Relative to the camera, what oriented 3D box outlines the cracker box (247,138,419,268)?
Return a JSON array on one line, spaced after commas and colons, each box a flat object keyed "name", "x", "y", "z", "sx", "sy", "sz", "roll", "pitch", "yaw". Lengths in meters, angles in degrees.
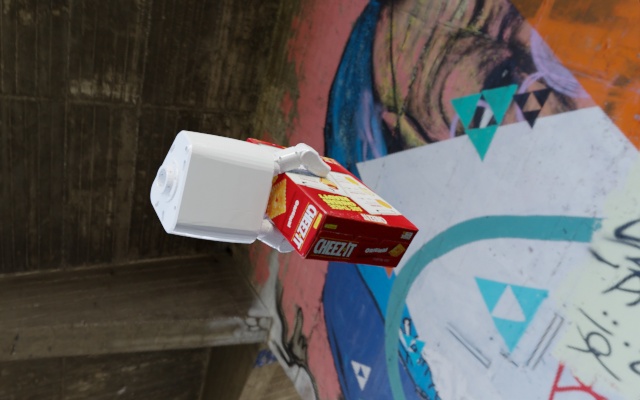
[{"name": "cracker box", "x": 0.000, "y": 0.002, "z": 0.647, "sx": 0.164, "sy": 0.072, "sz": 0.213, "roll": 11, "pitch": 23, "yaw": -39}]
